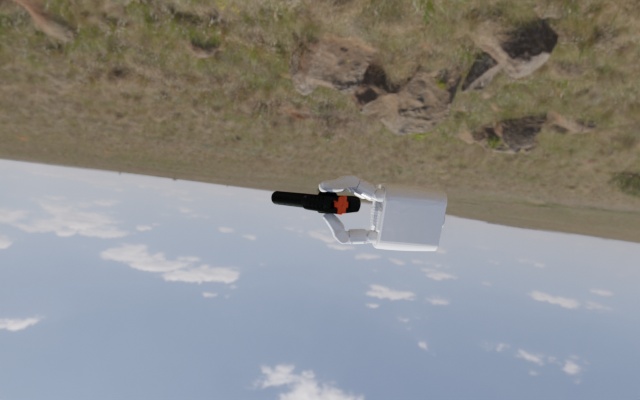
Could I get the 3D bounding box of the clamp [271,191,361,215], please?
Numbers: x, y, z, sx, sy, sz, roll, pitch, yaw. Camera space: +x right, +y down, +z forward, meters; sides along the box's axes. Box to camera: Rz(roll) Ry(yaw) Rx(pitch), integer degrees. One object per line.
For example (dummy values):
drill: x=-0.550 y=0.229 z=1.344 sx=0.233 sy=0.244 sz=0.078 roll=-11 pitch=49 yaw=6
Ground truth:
clamp: x=0.000 y=0.003 z=0.791 sx=0.164 sy=0.036 sz=0.210 roll=3 pitch=2 yaw=-6
